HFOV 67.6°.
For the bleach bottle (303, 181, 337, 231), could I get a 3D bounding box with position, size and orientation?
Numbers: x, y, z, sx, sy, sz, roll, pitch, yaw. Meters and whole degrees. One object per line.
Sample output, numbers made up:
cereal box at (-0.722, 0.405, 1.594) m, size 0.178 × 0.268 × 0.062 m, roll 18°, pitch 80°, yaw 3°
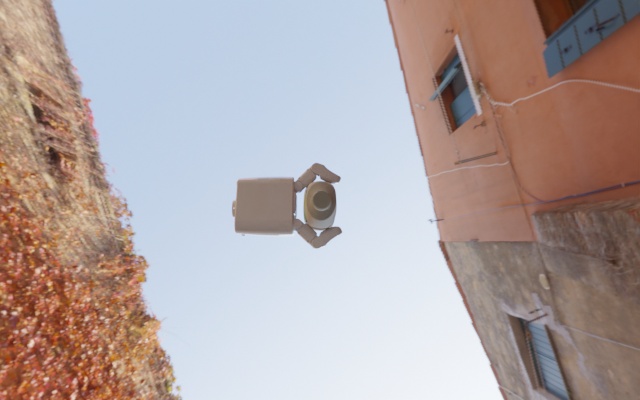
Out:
bleach bottle at (0.000, 0.003, 0.873) m, size 0.068 × 0.102 × 0.251 m, roll 2°, pitch -6°, yaw -1°
